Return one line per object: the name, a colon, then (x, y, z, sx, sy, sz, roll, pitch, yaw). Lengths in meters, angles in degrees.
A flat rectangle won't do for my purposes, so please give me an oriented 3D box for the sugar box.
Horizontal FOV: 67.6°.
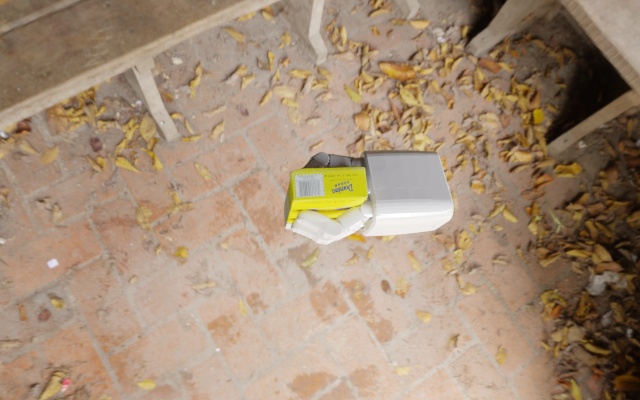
sugar box: (0.000, 0.003, 0.650, 0.093, 0.048, 0.176, -2, -16, -7)
